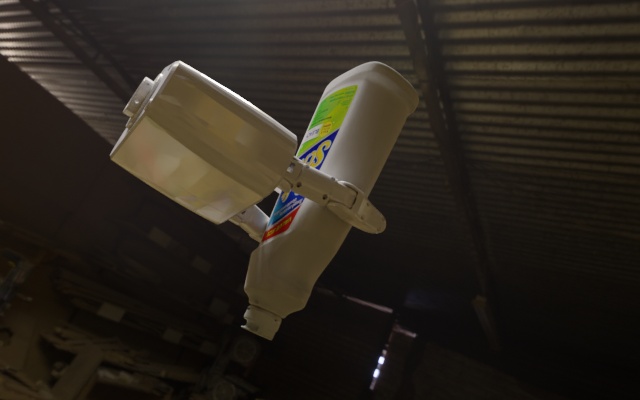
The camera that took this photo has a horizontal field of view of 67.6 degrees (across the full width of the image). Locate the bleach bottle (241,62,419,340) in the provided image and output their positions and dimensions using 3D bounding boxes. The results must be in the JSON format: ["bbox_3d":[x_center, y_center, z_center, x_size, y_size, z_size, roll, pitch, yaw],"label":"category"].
[{"bbox_3d":[0.000,0.001,0.428,0.068,0.250,0.102,33,-20,-26],"label":"bleach bottle"}]
